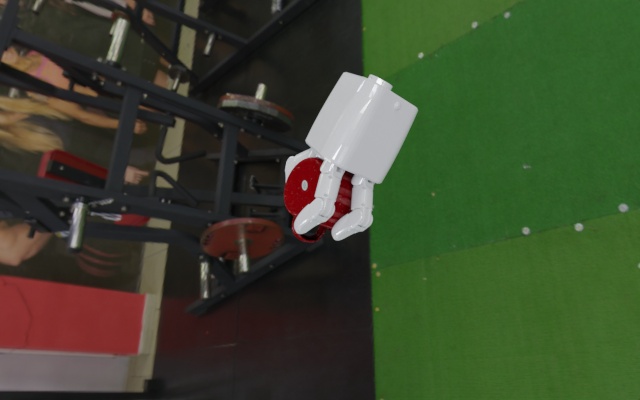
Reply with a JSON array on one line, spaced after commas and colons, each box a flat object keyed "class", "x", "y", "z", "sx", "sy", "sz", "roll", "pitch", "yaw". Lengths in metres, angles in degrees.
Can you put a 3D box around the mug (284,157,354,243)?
[{"class": "mug", "x": -0.001, "y": 0.003, "z": 0.639, "sx": 0.081, "sy": 0.117, "sz": 0.093, "roll": 20, "pitch": 13, "yaw": -40}]
